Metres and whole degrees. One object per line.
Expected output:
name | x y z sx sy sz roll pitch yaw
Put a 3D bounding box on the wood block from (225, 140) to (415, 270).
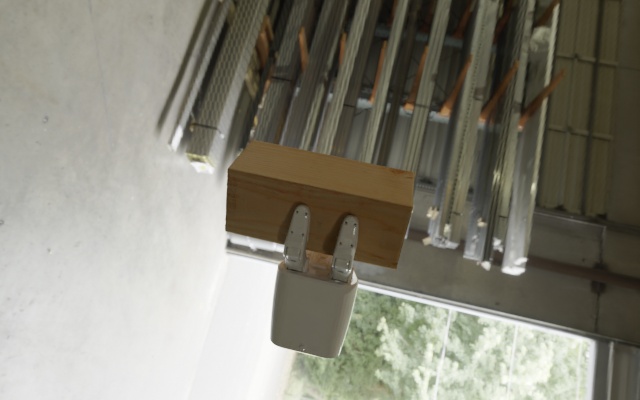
wood block | 0.000 0.002 0.573 0.206 0.090 0.090 12 30 6
